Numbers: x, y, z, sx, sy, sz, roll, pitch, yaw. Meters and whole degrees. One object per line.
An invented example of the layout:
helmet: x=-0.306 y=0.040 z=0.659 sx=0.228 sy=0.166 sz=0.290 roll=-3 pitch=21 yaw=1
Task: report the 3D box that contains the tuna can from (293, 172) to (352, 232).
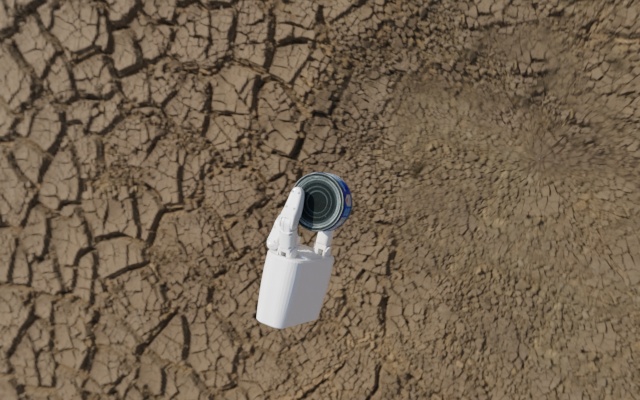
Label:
tuna can: x=0.000 y=0.002 z=0.682 sx=0.086 sy=0.086 sz=0.034 roll=0 pitch=-1 yaw=23
